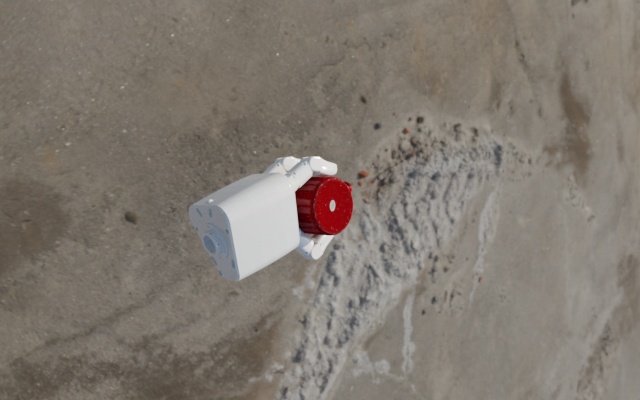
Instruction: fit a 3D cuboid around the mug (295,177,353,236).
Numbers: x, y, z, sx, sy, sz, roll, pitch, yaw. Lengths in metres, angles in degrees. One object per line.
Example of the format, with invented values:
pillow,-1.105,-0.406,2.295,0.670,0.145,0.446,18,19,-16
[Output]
mug,0.001,0.002,0.690,0.081,0.093,0.117,2,26,47
